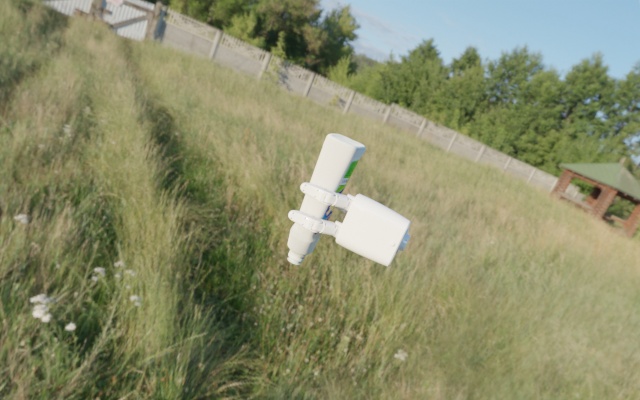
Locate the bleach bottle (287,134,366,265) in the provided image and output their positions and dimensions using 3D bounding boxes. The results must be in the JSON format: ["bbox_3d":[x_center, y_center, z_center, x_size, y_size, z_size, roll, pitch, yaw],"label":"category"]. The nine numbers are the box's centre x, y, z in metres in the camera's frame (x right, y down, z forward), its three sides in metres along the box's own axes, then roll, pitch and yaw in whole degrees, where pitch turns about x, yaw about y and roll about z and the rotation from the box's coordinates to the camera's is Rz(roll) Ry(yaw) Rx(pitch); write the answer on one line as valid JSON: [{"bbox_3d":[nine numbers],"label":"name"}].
[{"bbox_3d":[0.000,0.003,0.890,0.068,0.251,0.102,26,14,12],"label":"bleach bottle"}]
